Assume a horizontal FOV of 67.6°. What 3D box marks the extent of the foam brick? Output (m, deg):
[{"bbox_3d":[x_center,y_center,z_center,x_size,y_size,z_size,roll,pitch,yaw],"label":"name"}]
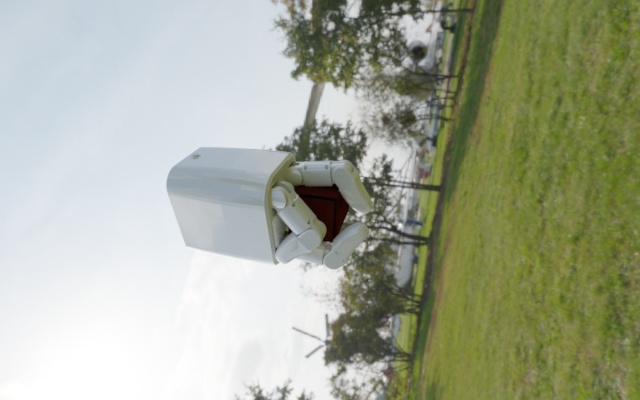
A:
[{"bbox_3d":[0.000,0.002,0.517,0.051,0.053,0.078,6,26,12],"label":"foam brick"}]
